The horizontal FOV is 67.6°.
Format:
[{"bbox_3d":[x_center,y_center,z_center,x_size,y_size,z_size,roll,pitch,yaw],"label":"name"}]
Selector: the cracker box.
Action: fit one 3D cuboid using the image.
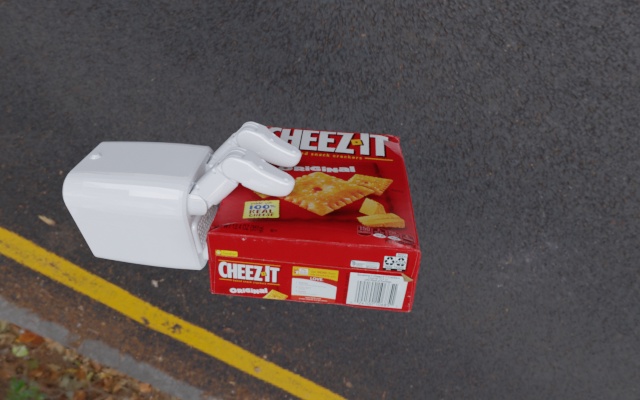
[{"bbox_3d":[0.000,0.002,0.455,0.164,0.072,0.213,5,32,1],"label":"cracker box"}]
